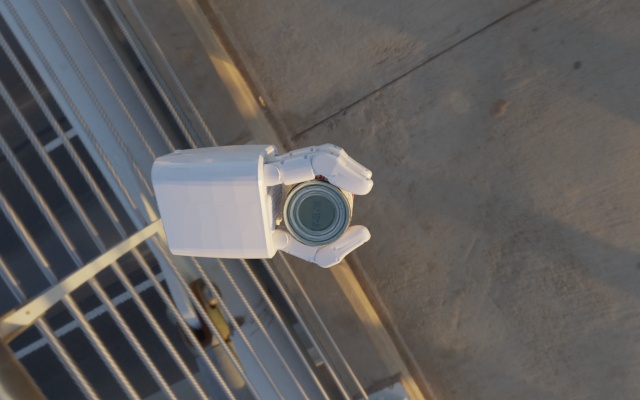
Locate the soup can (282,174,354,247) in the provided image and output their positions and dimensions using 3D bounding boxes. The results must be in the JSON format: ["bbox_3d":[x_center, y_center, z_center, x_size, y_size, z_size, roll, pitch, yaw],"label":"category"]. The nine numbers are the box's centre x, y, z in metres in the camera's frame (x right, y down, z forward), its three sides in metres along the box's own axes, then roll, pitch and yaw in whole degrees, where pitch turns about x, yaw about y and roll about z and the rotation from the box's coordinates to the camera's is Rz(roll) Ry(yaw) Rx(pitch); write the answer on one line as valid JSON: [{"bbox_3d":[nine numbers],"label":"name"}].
[{"bbox_3d":[0.001,0.002,0.496,0.068,0.068,0.102,0,13,5],"label":"soup can"}]
